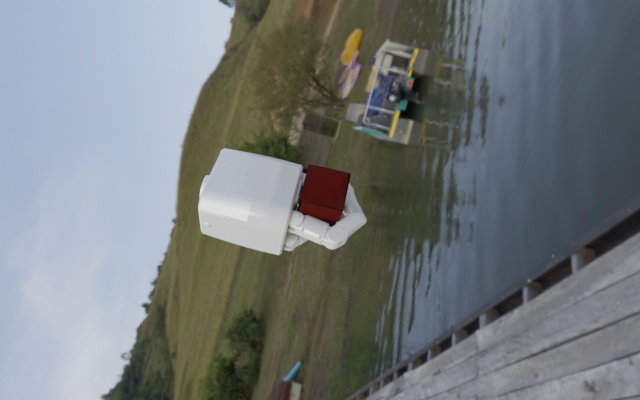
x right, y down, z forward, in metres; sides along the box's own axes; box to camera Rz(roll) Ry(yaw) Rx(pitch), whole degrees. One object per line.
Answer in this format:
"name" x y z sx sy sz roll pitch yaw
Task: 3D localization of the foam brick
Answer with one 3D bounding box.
"foam brick" 0.000 0.002 0.578 0.051 0.053 0.078 14 -30 -2
